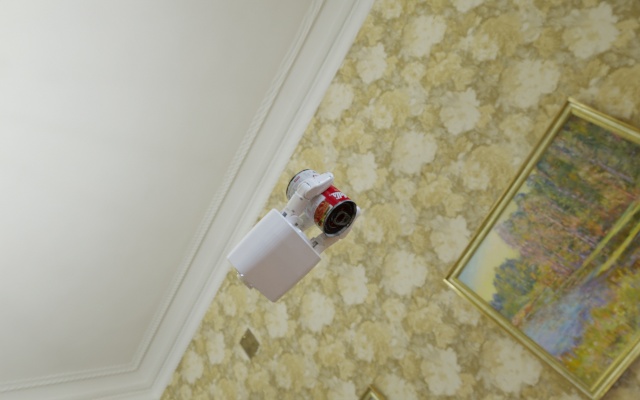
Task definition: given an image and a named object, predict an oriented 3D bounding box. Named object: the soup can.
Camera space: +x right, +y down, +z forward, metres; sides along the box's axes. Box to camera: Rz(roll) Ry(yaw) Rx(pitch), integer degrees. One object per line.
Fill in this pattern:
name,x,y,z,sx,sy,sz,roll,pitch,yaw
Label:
soup can,0.000,0.002,0.765,0.068,0.068,0.102,0,32,-46
